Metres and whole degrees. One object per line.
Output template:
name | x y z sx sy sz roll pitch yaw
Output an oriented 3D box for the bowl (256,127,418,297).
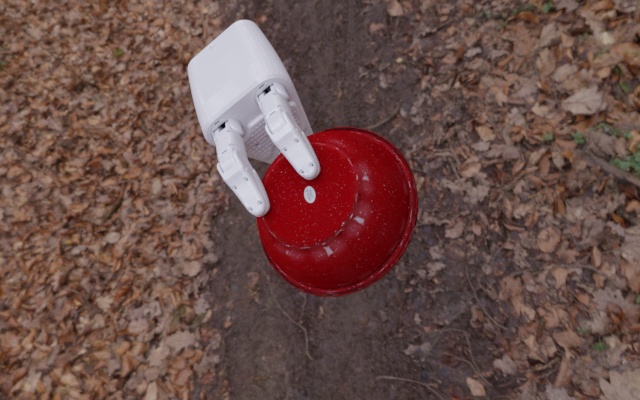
bowl | 0.001 0.002 0.420 0.162 0.162 0.055 0 -14 26
